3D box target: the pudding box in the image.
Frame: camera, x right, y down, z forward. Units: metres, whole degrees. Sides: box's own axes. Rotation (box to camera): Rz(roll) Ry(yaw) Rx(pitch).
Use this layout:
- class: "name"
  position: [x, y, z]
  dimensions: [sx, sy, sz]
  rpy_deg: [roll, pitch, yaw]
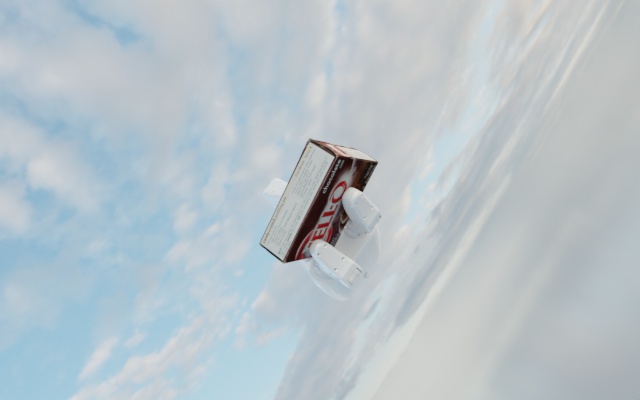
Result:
- class: "pudding box"
  position: [0.000, 0.001, 0.456]
  dimensions: [0.039, 0.113, 0.090]
  rpy_deg: [31, 15, 24]
